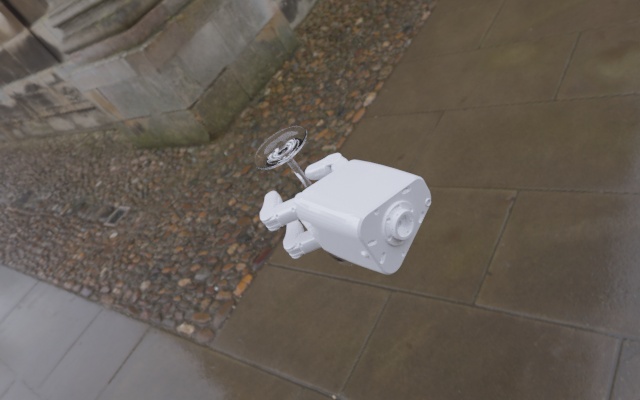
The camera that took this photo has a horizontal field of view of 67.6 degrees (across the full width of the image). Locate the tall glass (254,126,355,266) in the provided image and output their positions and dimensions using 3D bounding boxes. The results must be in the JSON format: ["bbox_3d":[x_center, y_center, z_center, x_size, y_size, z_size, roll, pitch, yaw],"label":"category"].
[{"bbox_3d":[0.000,0.002,0.625,0.079,0.079,0.201,0,-42,40],"label":"tall glass"}]
